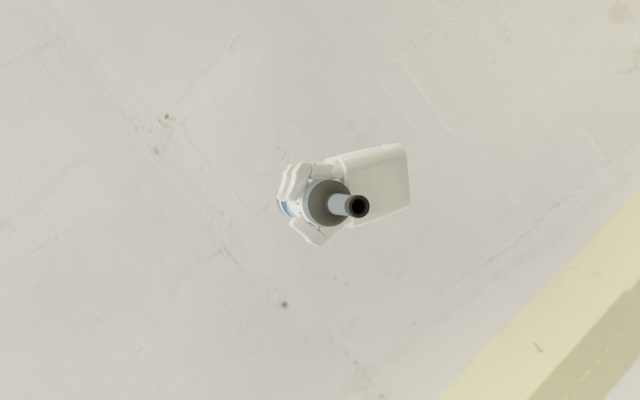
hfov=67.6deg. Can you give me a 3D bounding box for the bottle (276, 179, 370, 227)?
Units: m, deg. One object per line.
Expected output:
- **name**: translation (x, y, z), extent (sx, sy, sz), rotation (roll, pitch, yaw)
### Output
- **bottle**: translation (0.000, 0.002, 0.697), extent (0.069, 0.069, 0.295), rotation (0, 2, -18)
